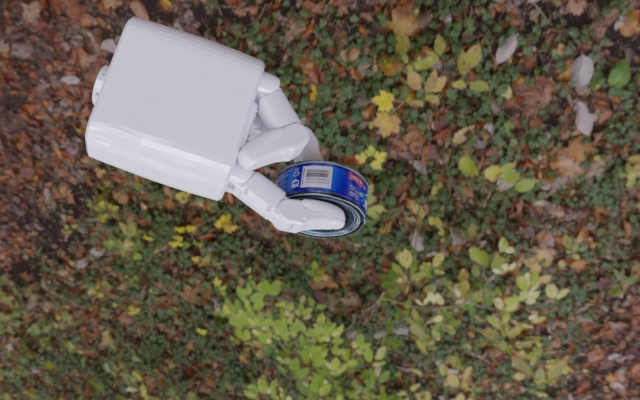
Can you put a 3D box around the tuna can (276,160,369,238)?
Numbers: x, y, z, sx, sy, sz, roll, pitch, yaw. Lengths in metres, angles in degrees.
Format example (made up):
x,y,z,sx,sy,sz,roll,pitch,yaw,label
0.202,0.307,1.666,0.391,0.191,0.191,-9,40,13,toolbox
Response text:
x,y,z,sx,sy,sz,roll,pitch,yaw,label
0.000,0.002,0.429,0.086,0.033,0.086,5,-30,3,tuna can
